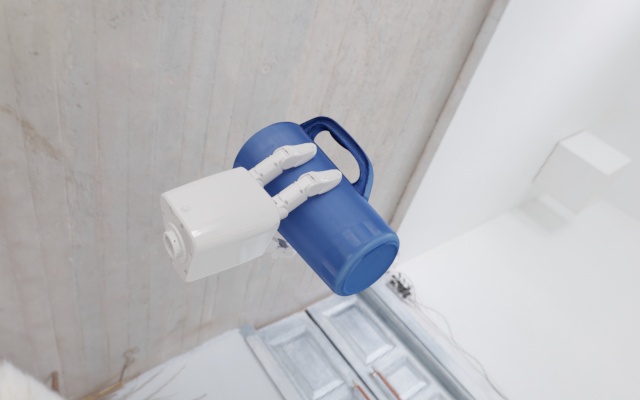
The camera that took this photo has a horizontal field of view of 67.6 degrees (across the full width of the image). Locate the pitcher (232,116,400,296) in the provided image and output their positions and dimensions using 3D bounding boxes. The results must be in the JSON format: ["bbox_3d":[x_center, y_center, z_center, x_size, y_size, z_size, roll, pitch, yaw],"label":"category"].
[{"bbox_3d":[0.000,0.002,0.653,0.145,0.149,0.242,-18,51,-35],"label":"pitcher"}]
